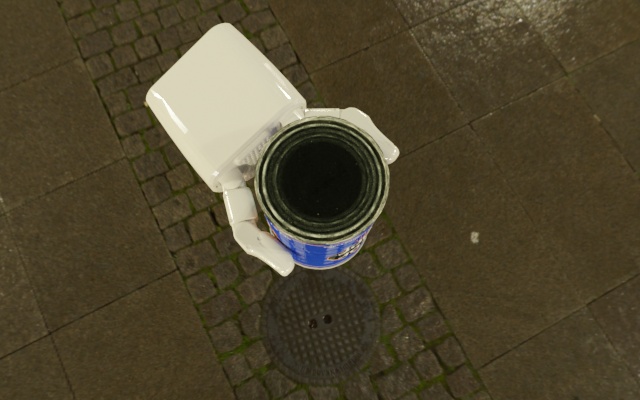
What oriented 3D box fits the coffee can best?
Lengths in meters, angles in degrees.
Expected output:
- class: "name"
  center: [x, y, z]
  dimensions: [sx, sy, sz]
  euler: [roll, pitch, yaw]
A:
- class: "coffee can"
  center: [0.000, 0.002, 0.425]
  dimensions: [0.103, 0.102, 0.140]
  euler: [0, -15, -1]
